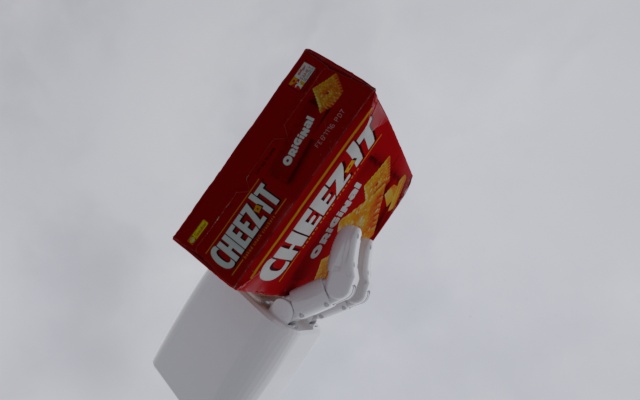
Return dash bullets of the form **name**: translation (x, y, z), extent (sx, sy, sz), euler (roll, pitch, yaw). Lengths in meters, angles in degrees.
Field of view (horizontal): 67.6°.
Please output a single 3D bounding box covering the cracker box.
- **cracker box**: translation (0.000, 0.001, 0.413), extent (0.072, 0.164, 0.214), euler (34, -1, 22)
